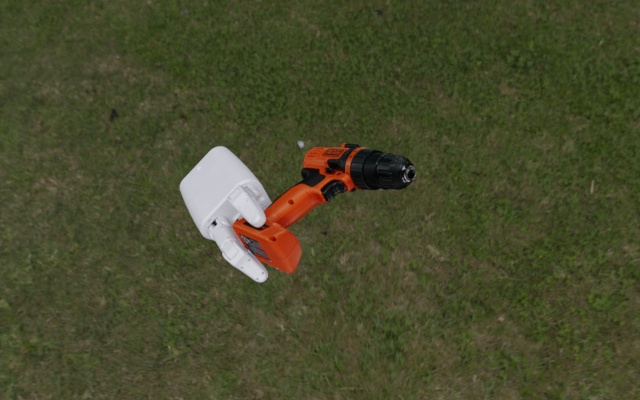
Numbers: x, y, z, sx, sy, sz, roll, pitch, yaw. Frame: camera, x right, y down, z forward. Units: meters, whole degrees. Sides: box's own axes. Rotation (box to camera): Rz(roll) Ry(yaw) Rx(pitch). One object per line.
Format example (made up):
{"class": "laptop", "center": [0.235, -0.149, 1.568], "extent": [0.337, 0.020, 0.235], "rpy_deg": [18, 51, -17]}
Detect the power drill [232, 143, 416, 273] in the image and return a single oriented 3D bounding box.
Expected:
{"class": "power drill", "center": [0.000, 0.002, 0.573], "extent": [0.187, 0.057, 0.184], "rpy_deg": [-42, 28, -25]}
